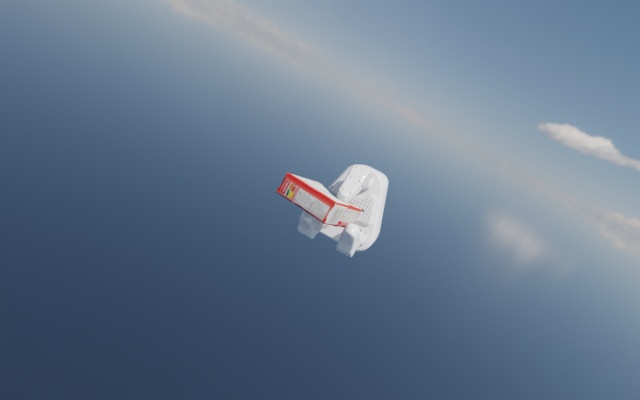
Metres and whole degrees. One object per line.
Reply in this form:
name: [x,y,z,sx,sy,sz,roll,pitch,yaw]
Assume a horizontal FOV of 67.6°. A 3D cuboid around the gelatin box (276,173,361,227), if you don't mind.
gelatin box: [0.000,0.001,0.573,0.073,0.030,0.089,33,7,24]
